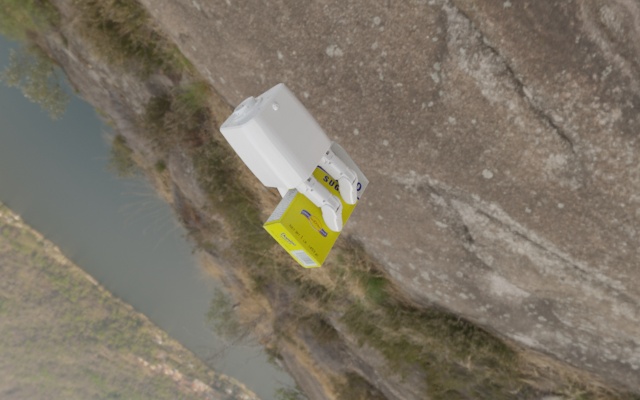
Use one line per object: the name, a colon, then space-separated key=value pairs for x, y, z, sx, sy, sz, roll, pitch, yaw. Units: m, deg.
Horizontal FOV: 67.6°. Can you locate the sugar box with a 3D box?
sugar box: x=0.000 y=0.002 z=0.698 sx=0.048 sy=0.176 sz=0.093 roll=-12 pitch=-53 yaw=48
